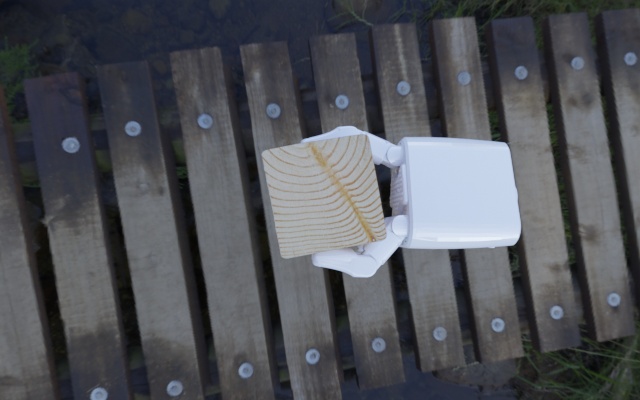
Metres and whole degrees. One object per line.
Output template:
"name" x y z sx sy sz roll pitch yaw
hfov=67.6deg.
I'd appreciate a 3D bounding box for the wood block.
"wood block" 0.000 0.001 0.485 0.090 0.091 0.206 -10 -3 -2
